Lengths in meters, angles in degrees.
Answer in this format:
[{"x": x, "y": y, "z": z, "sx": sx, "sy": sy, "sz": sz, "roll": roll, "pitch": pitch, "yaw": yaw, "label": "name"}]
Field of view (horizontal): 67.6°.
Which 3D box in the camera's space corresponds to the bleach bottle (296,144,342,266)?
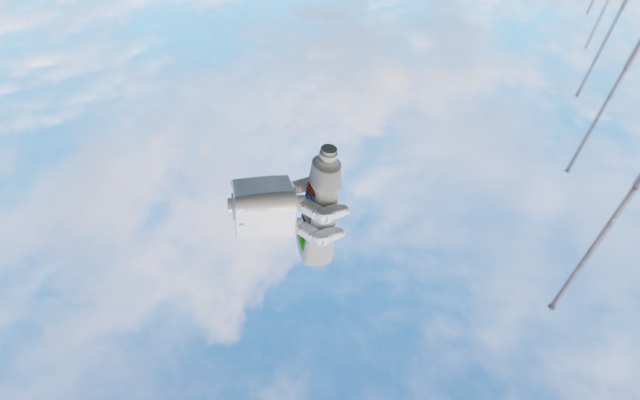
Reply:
[{"x": 0.000, "y": 0.003, "z": 0.872, "sx": 0.068, "sy": 0.251, "sz": 0.102, "roll": -3, "pitch": 42, "yaw": -12, "label": "bleach bottle"}]
